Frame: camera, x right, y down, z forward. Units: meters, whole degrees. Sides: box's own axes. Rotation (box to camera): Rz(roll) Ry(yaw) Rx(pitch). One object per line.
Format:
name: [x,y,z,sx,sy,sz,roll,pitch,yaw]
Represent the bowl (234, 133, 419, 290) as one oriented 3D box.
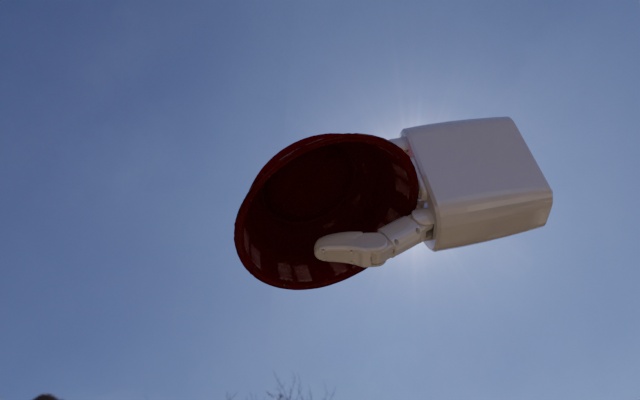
bowl: [-0.001,0.001,0.408,0.162,0.162,0.055,0,37,-27]
